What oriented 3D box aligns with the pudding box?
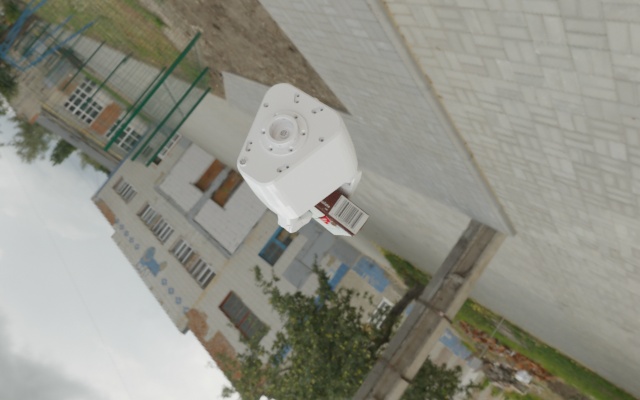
[{"bbox_3d":[0.000,0.002,0.638,0.113,0.039,0.090,39,-10,-9],"label":"pudding box"}]
